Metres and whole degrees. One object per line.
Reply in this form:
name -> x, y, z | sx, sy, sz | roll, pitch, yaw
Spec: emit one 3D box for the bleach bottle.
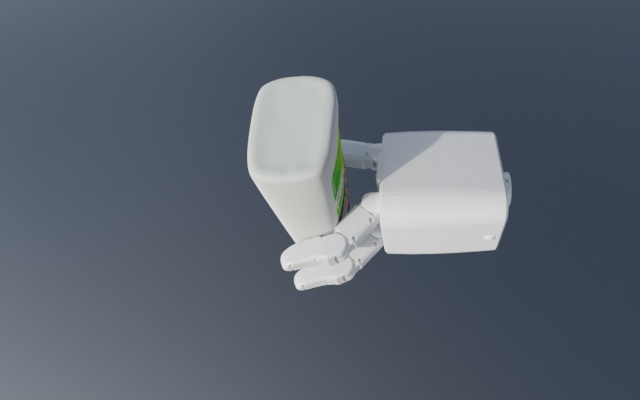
bleach bottle -> 0.000, 0.002, 0.467 | 0.068, 0.102, 0.251 | -1, -27, 12
